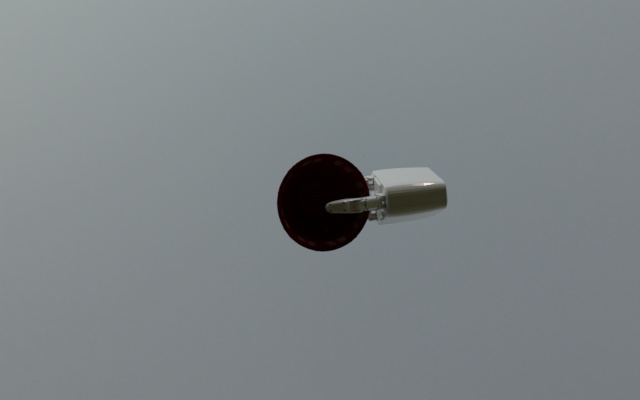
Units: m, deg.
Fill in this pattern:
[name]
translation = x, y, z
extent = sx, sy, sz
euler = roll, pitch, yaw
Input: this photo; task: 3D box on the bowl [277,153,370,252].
[bowl]
translation = -0.001, 0.002, 0.807
extent = 0.162, 0.162, 0.055
euler = 0, 3, -18
